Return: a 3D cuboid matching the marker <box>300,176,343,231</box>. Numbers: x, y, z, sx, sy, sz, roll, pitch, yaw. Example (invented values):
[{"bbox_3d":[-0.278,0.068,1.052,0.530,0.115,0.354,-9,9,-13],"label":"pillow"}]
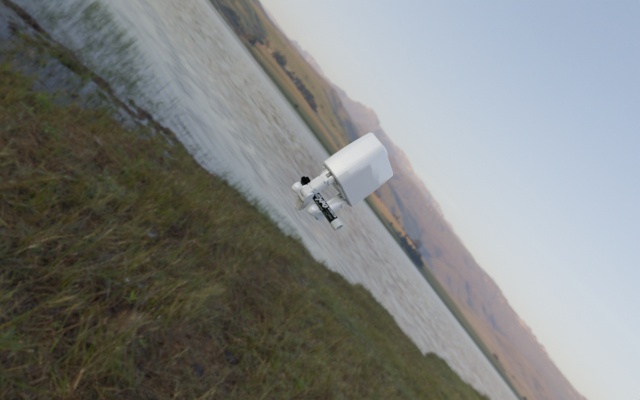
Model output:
[{"bbox_3d":[0.000,0.003,0.876,0.020,0.121,0.020,-32,-20,-13],"label":"marker"}]
